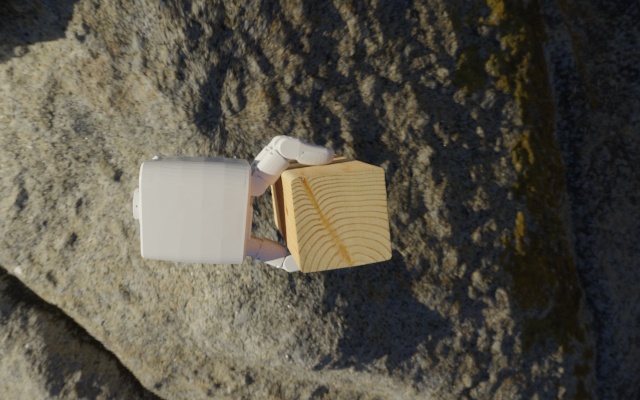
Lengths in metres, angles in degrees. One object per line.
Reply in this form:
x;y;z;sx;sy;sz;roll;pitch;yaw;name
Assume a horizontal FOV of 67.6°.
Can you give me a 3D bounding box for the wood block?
0.000;0.002;0.533;0.090;0.091;0.206;-8;11;-10;wood block
